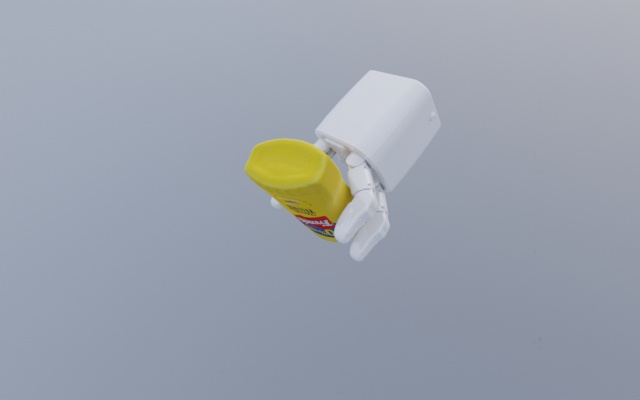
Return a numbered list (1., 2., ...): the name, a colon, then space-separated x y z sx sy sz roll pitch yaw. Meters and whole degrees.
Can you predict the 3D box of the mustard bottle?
1. mustard bottle: 0.000 0.002 0.548 0.096 0.058 0.192 9 -21 29
